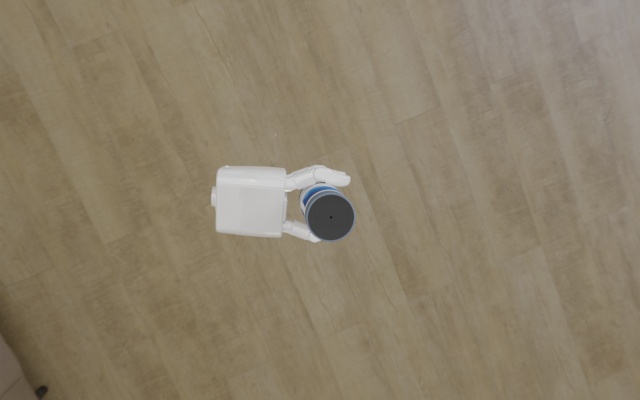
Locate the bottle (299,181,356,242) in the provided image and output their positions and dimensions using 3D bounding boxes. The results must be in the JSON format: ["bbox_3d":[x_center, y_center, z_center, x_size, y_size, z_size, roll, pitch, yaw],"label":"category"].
[{"bbox_3d":[0.000,0.003,0.774,0.069,0.069,0.295,0,8,-5],"label":"bottle"}]
